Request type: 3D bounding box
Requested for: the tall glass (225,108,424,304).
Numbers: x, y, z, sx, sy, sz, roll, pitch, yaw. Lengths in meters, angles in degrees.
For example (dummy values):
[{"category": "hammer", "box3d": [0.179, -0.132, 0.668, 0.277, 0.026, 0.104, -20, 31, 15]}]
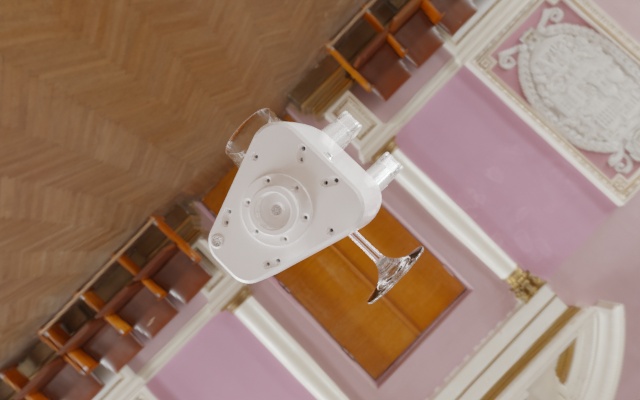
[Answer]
[{"category": "tall glass", "box3d": [0.001, 0.002, 0.458, 0.201, 0.079, 0.079, 44, 5, 5]}]
